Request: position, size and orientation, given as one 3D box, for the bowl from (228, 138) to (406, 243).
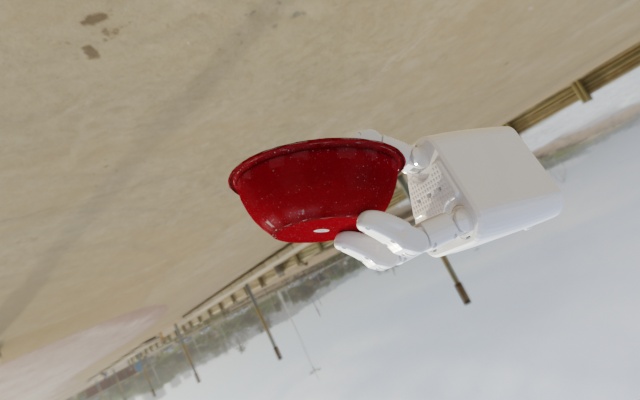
[{"bbox_3d":[-0.001,0.002,0.430,0.162,0.055,0.162,-6,-17,-2],"label":"bowl"}]
